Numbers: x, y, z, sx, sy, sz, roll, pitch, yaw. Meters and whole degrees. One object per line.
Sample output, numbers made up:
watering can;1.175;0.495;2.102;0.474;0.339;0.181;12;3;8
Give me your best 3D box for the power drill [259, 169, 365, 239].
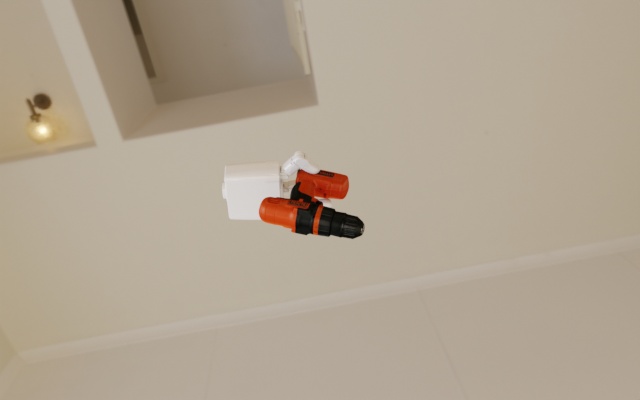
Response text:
power drill;0.000;0.003;0.875;0.184;0.057;0.187;13;25;9
